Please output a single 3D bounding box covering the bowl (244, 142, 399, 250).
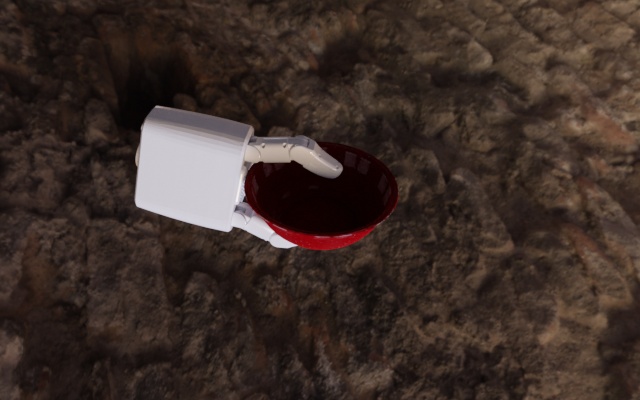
[{"bbox_3d":[0.001,0.002,0.515,0.162,0.055,0.162,2,39,-2],"label":"bowl"}]
